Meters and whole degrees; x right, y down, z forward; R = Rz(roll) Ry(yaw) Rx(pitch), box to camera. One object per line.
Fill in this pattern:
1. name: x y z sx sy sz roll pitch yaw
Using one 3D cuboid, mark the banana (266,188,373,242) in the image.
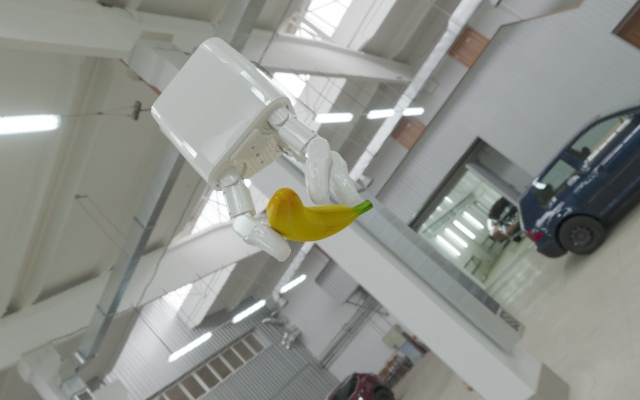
1. banana: -0.011 0.015 0.491 0.070 0.037 0.198 -47 -19 18
